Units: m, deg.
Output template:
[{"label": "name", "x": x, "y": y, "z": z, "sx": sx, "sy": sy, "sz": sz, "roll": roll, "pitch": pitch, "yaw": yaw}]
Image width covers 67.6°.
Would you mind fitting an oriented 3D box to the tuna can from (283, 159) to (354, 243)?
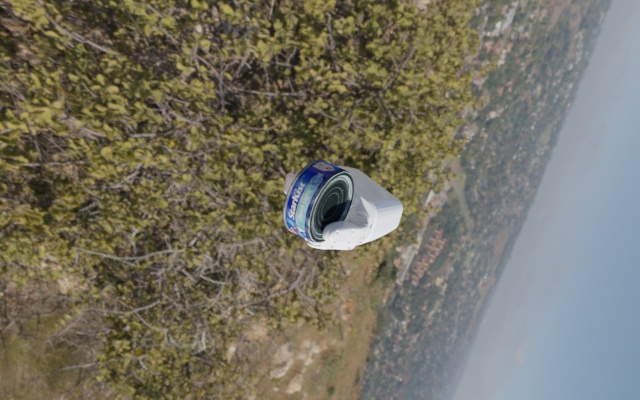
[{"label": "tuna can", "x": 0.001, "y": 0.002, "z": 0.512, "sx": 0.033, "sy": 0.086, "sz": 0.086, "roll": 25, "pitch": 13, "yaw": 28}]
